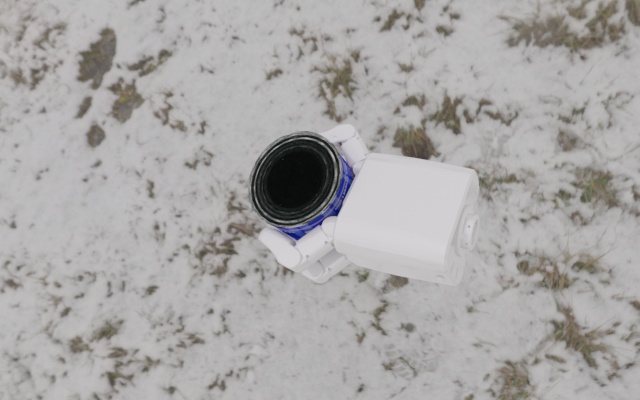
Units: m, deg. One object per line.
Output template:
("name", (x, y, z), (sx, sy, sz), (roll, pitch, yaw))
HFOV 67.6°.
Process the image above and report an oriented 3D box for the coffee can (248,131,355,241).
("coffee can", (0.000, 0.002, 0.525), (0.103, 0.102, 0.140), (0, -20, 24))
